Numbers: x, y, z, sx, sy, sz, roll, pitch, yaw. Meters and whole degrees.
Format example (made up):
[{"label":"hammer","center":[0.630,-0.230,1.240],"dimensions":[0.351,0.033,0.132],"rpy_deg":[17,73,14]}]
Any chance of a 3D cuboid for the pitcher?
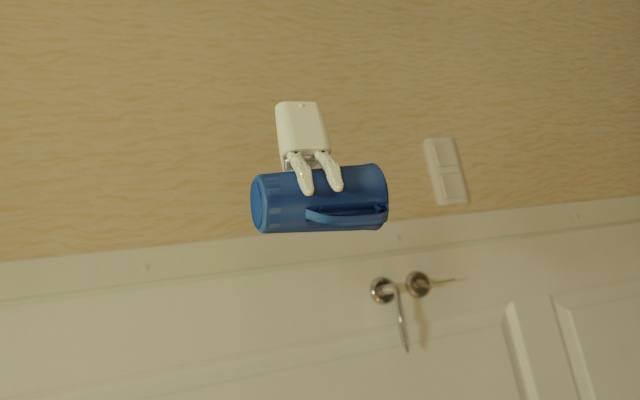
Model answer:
[{"label":"pitcher","center":[0.000,0.003,0.891],"dimensions":[0.243,0.145,0.149],"rpy_deg":[-4,-21,-20]}]
